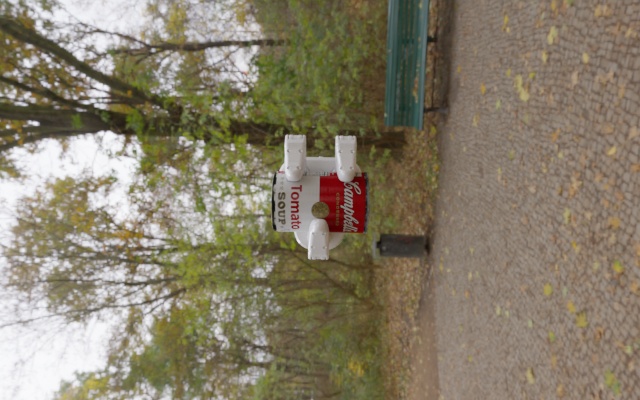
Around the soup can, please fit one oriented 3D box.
[{"bbox_3d":[0.000,0.002,0.524,0.102,0.068,0.068,1,0,0],"label":"soup can"}]
